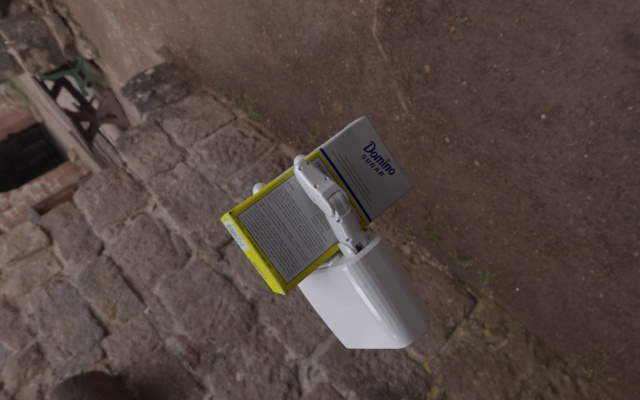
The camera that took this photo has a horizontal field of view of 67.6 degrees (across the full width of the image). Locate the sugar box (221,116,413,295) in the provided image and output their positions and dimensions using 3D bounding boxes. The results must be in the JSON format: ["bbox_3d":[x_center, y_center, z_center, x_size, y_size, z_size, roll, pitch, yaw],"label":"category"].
[{"bbox_3d":[0.000,0.002,0.478,0.176,0.093,0.048,-38,8,-23],"label":"sugar box"}]
